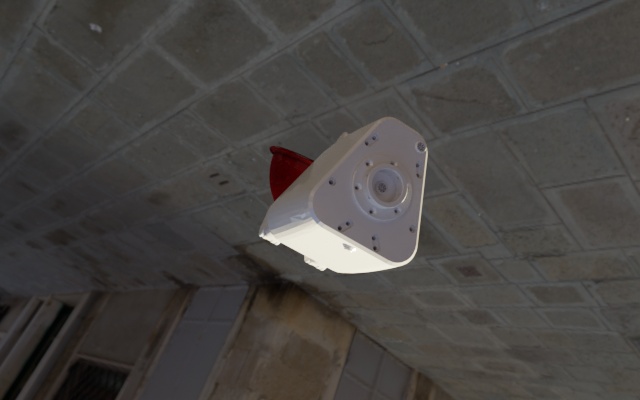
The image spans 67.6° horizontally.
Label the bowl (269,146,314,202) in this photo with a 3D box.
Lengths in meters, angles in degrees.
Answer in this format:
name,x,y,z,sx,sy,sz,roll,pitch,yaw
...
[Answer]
name,x,y,z,sx,sy,sz,roll,pitch,yaw
bowl,0.000,0.002,0.547,0.162,0.055,0.162,29,-4,2
